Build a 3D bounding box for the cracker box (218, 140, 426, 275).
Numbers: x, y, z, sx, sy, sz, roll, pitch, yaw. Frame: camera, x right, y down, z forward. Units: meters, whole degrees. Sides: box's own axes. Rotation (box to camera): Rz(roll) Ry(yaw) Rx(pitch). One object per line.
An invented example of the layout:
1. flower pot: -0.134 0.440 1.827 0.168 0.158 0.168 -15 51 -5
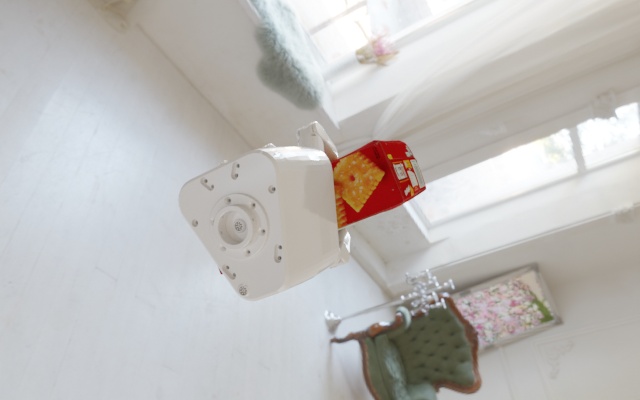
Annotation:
1. cracker box: 0.000 0.002 0.542 0.214 0.072 0.164 -22 -2 21
